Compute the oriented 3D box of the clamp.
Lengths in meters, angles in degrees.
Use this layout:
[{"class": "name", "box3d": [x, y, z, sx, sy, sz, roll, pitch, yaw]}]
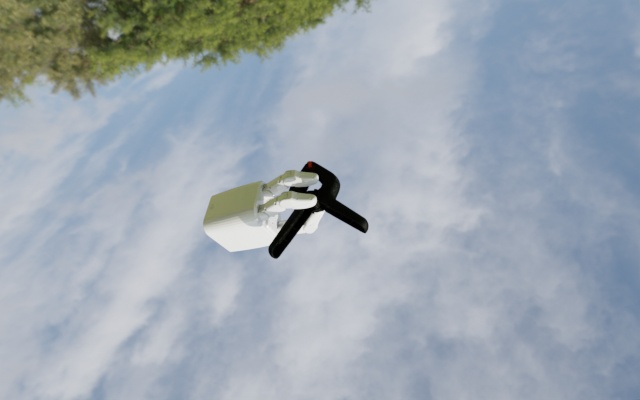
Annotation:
[{"class": "clamp", "box3d": [0.000, 0.003, 0.811, 0.164, 0.036, 0.209, -11, 41, 14]}]
